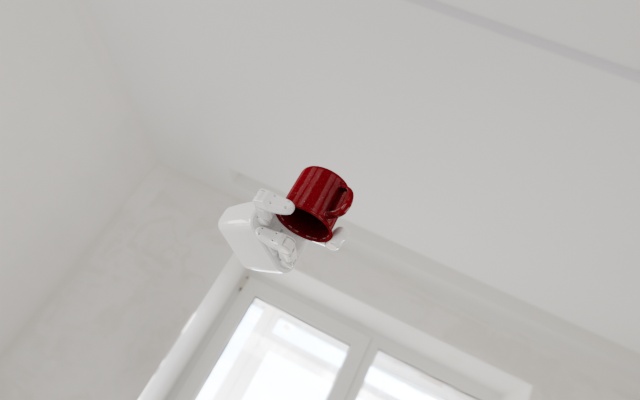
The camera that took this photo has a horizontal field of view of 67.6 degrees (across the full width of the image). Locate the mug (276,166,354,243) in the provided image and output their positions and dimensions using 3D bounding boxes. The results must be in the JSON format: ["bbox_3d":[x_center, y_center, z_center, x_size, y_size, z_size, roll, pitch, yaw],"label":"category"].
[{"bbox_3d":[0.001,0.002,0.699,0.117,0.081,0.093,-6,-44,47],"label":"mug"}]
